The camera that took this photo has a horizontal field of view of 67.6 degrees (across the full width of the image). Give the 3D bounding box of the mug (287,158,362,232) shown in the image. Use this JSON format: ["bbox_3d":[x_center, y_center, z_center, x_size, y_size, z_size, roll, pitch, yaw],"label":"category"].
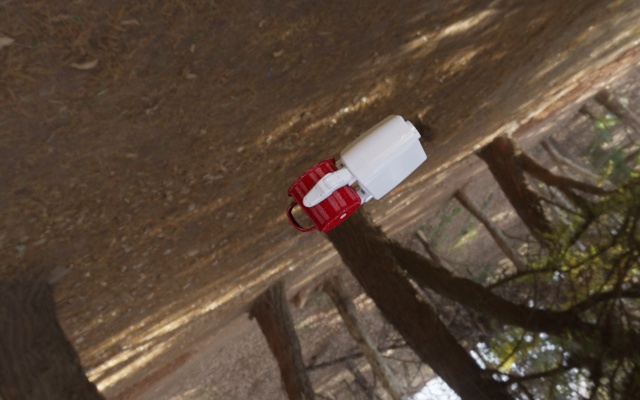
[{"bbox_3d":[-0.001,0.003,0.737,0.117,0.081,0.093,-39,-11,9],"label":"mug"}]
